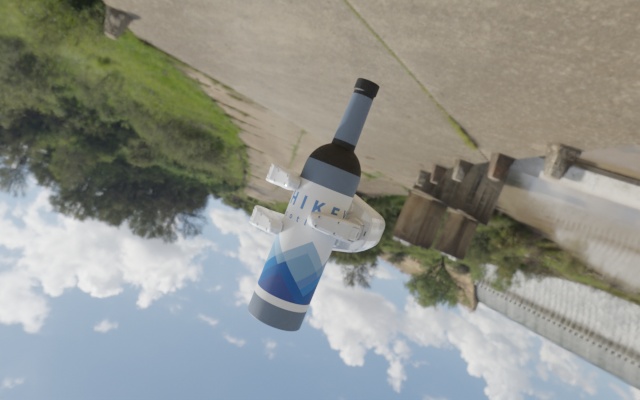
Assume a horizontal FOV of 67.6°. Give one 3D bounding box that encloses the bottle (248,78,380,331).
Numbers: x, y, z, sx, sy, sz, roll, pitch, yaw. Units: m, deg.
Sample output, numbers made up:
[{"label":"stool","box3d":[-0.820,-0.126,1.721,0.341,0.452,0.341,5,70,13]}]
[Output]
[{"label":"bottle","box3d":[0.000,0.002,0.552,0.069,0.296,0.069,22,3,-1]}]
